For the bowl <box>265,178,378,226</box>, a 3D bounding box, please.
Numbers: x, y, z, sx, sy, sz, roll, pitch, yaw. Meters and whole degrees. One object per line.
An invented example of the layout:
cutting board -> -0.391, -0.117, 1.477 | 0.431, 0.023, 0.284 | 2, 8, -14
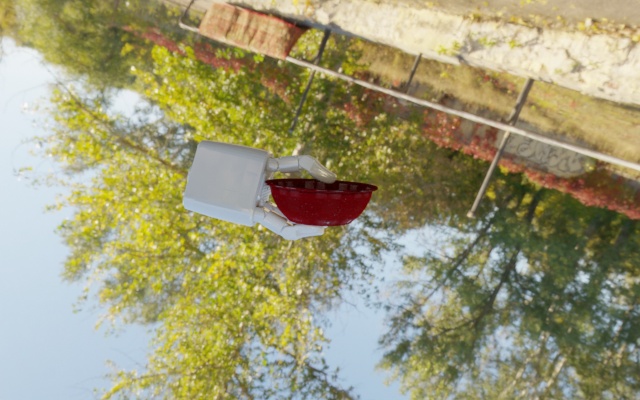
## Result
bowl -> 0.001, 0.003, 0.684 | 0.162, 0.055, 0.162 | 3, 7, 0
